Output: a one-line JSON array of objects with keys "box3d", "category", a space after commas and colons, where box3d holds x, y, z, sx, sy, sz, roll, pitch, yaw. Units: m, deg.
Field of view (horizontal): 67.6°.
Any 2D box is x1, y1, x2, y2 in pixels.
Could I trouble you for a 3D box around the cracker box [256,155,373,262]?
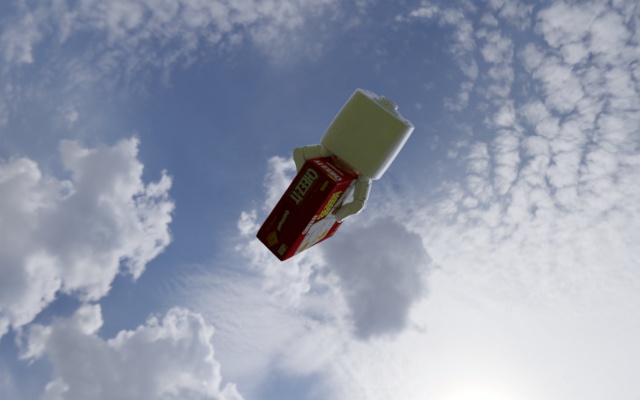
[{"box3d": [0.000, 0.003, 0.834, 0.072, 0.164, 0.213, 40, 21, 14], "category": "cracker box"}]
